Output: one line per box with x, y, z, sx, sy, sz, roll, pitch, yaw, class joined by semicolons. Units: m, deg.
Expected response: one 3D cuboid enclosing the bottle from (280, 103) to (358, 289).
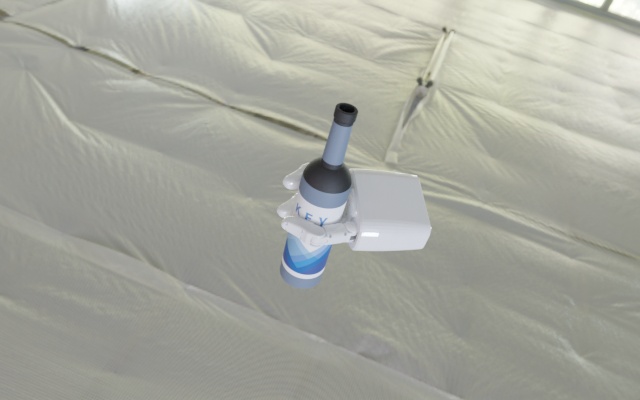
0.000;0.002;0.648;0.069;0.296;0.069;9;40;-8;bottle
